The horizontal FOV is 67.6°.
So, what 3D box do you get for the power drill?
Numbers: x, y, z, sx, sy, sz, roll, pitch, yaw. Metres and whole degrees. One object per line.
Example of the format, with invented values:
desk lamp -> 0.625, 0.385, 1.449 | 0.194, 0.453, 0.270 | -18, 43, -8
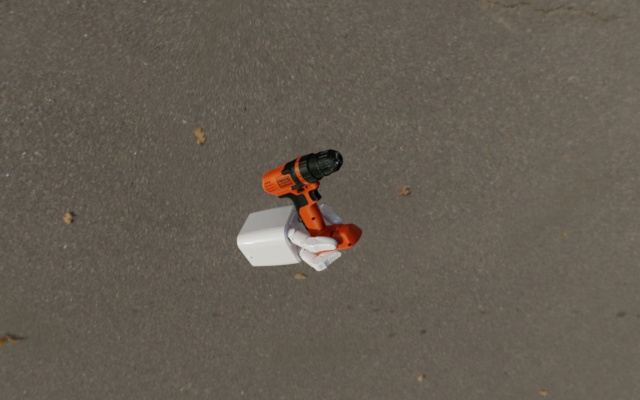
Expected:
power drill -> 0.000, 0.003, 0.875 | 0.184, 0.188, 0.057 | -15, 22, 42
